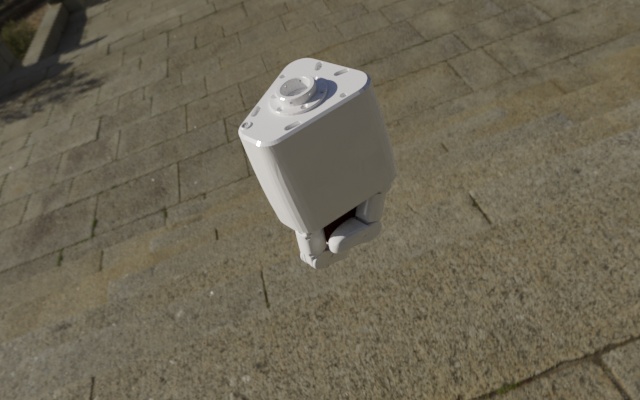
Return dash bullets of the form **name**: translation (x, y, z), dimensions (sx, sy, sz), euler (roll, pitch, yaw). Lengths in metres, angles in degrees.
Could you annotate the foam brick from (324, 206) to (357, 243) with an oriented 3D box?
- **foam brick**: translation (0.000, 0.002, 0.486), dimensions (0.078, 0.053, 0.051), euler (27, -27, 38)
